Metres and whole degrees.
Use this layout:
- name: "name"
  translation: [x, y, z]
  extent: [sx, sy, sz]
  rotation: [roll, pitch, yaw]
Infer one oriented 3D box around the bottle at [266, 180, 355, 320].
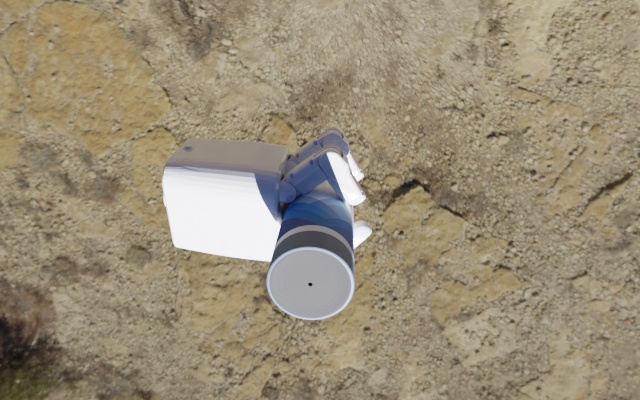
- name: "bottle"
  translation: [0.000, 0.002, 0.490]
  extent: [0.069, 0.069, 0.295]
  rotation: [0, 25, 3]
